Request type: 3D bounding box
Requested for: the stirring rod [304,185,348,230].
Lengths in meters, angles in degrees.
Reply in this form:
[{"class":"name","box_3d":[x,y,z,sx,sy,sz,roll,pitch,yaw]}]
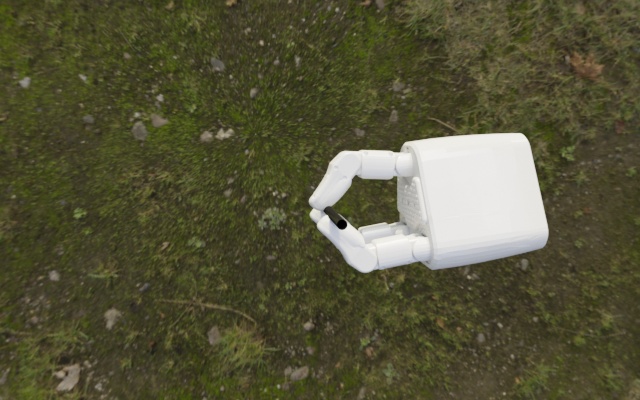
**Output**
[{"class":"stirring rod","box_3d":[0.000,0.001,0.469,0.011,0.011,0.239,0,8,-8]}]
